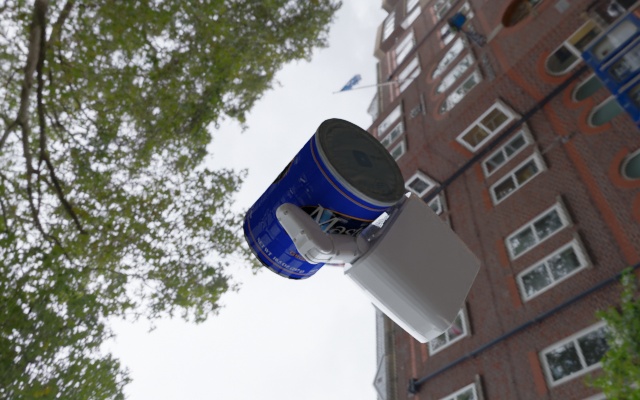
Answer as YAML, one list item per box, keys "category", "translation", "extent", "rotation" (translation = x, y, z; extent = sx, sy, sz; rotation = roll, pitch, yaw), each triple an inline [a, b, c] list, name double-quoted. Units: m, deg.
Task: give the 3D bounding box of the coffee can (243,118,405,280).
- category: "coffee can"
  translation: [0.000, 0.001, 0.483]
  extent: [0.103, 0.102, 0.140]
  rotation: [0, -36, -46]
